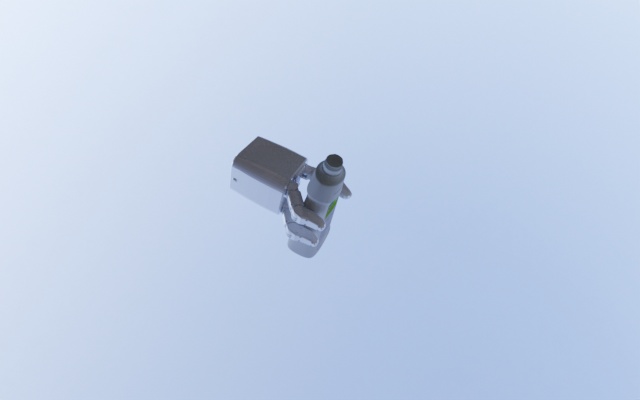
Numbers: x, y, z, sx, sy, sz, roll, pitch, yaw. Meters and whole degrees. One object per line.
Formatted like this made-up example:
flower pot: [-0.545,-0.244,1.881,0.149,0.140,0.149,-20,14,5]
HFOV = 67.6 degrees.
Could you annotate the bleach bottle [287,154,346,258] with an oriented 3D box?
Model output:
bleach bottle: [0.000,0.003,0.851,0.068,0.102,0.251,26,-37,5]
